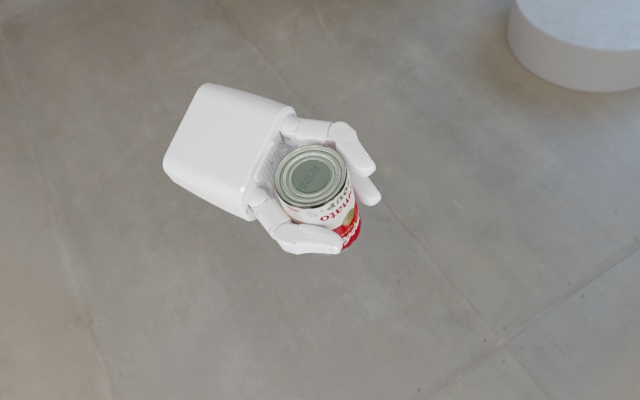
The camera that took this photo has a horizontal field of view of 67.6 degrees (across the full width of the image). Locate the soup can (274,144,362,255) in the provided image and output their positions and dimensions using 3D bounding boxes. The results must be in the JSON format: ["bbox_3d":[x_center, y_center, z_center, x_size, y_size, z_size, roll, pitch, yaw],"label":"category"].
[{"bbox_3d":[0.000,0.002,0.457,0.068,0.068,0.102,0,-29,12],"label":"soup can"}]
